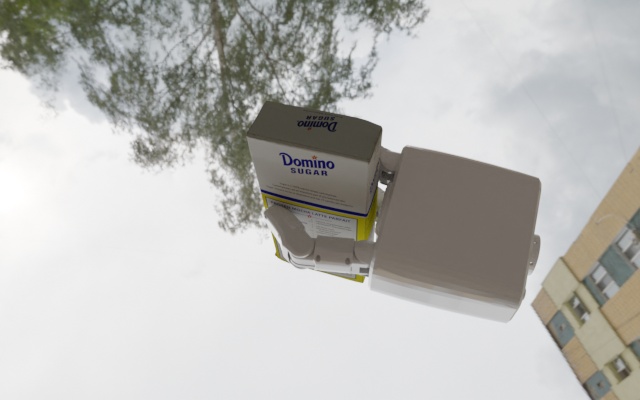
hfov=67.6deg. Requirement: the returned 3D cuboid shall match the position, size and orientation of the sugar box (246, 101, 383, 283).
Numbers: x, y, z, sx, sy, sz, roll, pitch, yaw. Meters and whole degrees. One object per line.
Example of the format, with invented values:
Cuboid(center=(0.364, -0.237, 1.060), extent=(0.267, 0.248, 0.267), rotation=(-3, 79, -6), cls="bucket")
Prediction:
Cuboid(center=(0.000, 0.001, 0.403), extent=(0.093, 0.048, 0.176), rotation=(14, -37, 12), cls="sugar box")
